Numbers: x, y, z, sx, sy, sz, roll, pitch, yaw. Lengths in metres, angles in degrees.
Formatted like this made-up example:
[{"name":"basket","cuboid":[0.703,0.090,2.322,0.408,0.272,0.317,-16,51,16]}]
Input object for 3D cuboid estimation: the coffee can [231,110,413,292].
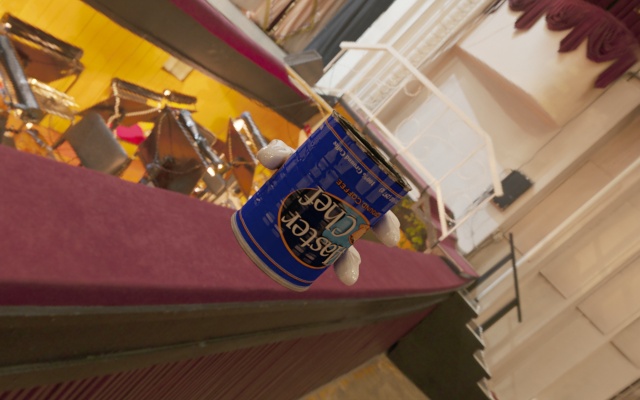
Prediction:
[{"name":"coffee can","cuboid":[0.000,0.002,0.450,0.140,0.103,0.103,-45,-12,13]}]
